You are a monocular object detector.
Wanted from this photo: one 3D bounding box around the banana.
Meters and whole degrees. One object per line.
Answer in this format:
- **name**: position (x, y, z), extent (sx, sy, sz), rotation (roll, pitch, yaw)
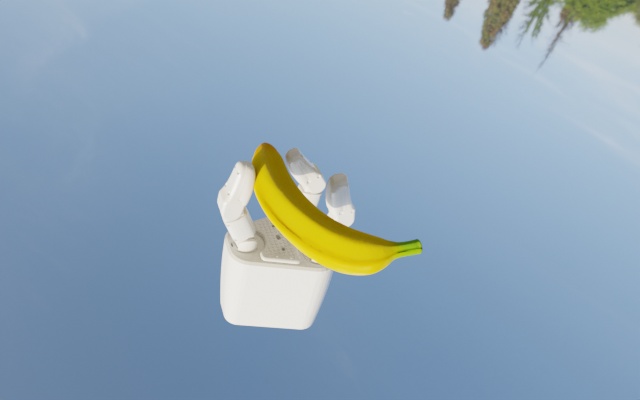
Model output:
- **banana**: position (-0.010, 0.010, 0.420), extent (0.197, 0.037, 0.069), rotation (36, 44, 29)
